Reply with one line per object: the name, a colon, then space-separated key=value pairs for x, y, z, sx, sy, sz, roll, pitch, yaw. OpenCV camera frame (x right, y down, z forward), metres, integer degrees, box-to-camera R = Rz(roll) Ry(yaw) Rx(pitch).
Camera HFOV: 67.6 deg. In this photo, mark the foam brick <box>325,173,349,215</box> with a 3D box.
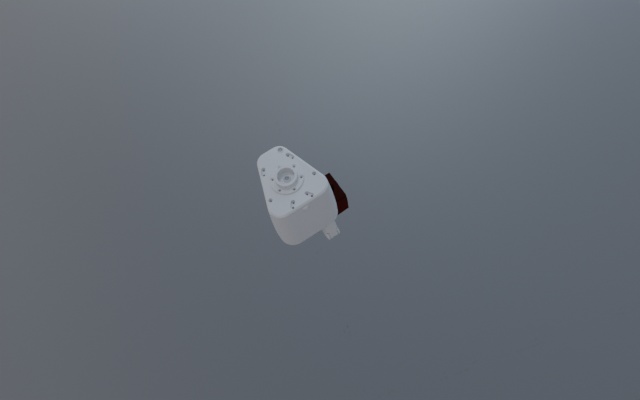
foam brick: x=0.000 y=0.002 z=0.784 sx=0.078 sy=0.053 sz=0.051 roll=-32 pitch=-25 yaw=-7
